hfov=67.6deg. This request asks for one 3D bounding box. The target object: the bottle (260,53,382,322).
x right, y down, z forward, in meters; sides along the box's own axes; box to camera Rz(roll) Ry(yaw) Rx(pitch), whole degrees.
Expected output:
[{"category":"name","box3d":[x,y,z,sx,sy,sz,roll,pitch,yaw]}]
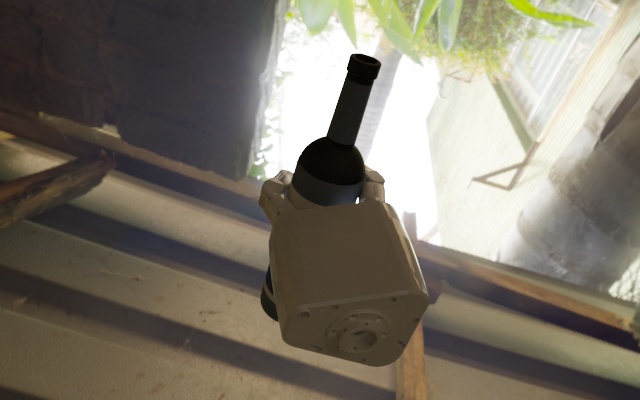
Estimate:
[{"category":"bottle","box3d":[0.000,0.002,0.470,0.069,0.296,0.069,12,34,-8]}]
